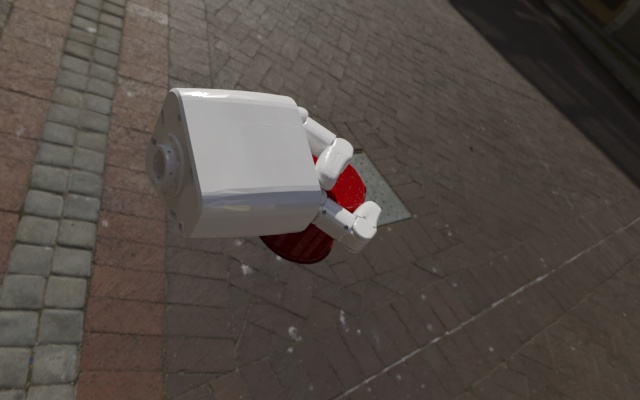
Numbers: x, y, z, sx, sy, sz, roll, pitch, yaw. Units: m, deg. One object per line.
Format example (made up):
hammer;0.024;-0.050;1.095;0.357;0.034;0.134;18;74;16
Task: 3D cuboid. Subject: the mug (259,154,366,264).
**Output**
mug;0.001;0.001;0.479;0.117;0.093;0.081;-4;-36;-40
